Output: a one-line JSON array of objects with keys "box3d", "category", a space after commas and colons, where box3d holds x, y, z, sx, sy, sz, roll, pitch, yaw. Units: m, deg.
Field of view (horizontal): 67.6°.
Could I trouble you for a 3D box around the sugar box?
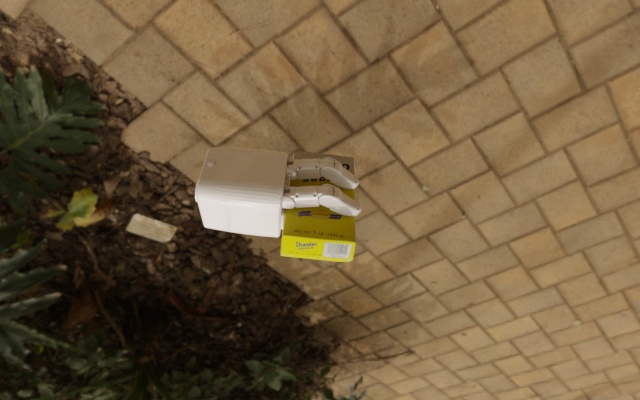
[{"box3d": [0.000, 0.002, 0.654, 0.093, 0.048, 0.176, 6, 44, -3], "category": "sugar box"}]
